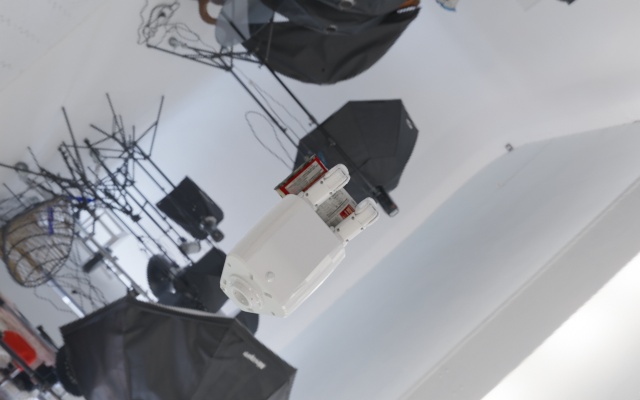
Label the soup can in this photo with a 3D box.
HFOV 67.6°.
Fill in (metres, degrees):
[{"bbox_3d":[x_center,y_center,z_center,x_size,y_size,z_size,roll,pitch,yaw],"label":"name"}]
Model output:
[{"bbox_3d":[0.001,0.002,0.596,0.068,0.102,0.068,-40,5,4],"label":"soup can"}]
